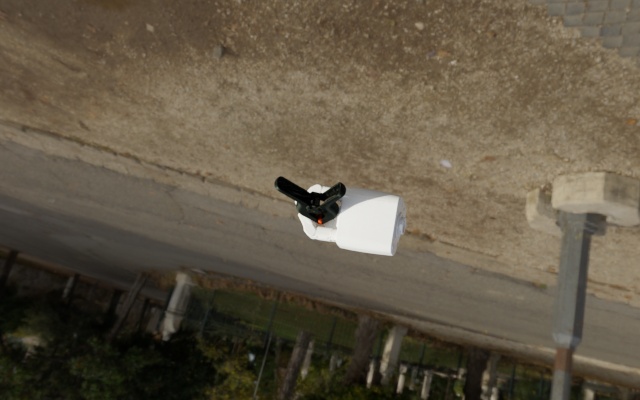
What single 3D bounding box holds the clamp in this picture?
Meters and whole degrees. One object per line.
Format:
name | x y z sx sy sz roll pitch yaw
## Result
clamp | 0.000 0.003 0.848 0.120 0.039 0.171 9 -18 21
